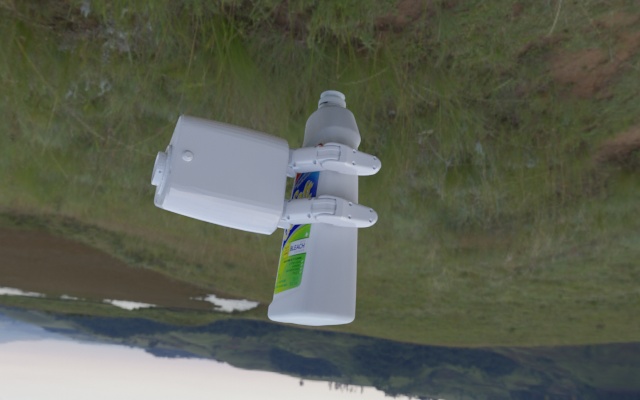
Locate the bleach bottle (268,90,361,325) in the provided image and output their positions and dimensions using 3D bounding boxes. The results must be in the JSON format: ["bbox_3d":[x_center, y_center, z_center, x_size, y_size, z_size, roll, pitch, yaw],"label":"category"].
[{"bbox_3d":[0.000,0.002,0.513,0.068,0.250,0.102,14,-21,-25],"label":"bleach bottle"}]
